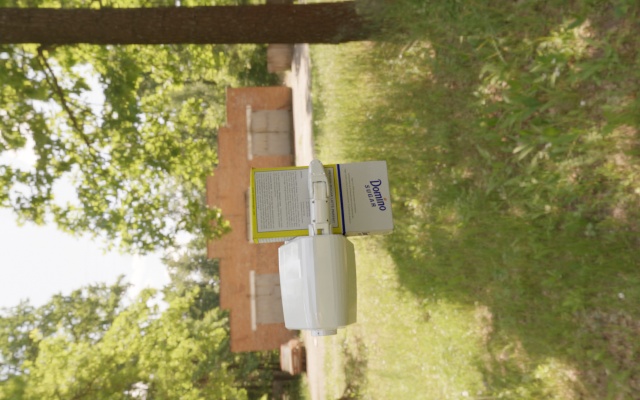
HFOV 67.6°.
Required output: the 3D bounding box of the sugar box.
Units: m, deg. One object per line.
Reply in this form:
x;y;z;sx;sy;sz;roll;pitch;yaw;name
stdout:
0.000;0.002;0.612;0.176;0.093;0.048;-2;-13;-6;sugar box
